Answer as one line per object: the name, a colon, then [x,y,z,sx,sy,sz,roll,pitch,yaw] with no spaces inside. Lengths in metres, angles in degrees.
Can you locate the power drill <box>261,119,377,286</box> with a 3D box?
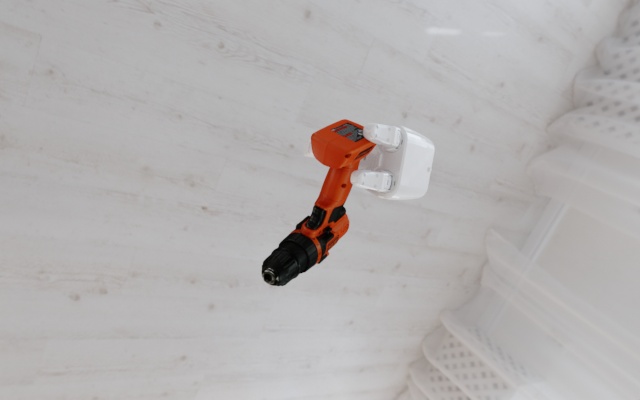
power drill: [0.000,0.001,0.592,0.057,0.188,0.184,29,32,15]
